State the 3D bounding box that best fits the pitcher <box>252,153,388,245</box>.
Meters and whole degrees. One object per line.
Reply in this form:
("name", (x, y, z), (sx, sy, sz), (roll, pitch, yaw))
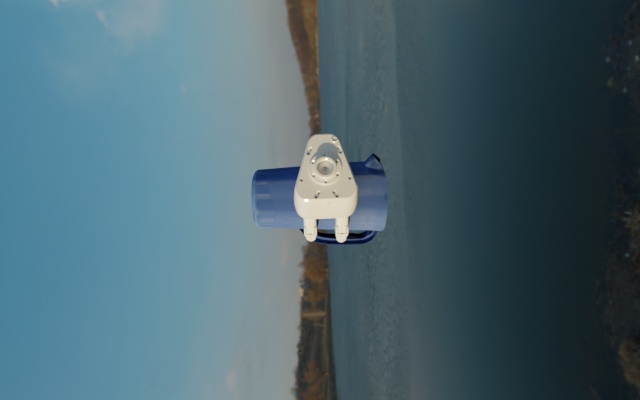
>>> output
("pitcher", (0.000, 0.003, 0.887), (0.243, 0.149, 0.145), (-2, -13, -1))
